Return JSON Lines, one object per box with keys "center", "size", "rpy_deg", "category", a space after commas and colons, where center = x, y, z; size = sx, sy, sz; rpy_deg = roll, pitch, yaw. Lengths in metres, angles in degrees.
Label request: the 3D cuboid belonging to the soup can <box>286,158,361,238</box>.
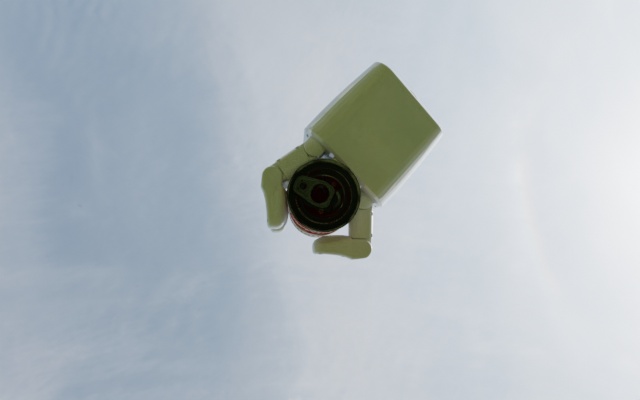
{"center": [0.000, 0.002, 0.481], "size": [0.068, 0.068, 0.102], "rpy_deg": [0, -8, -4], "category": "soup can"}
